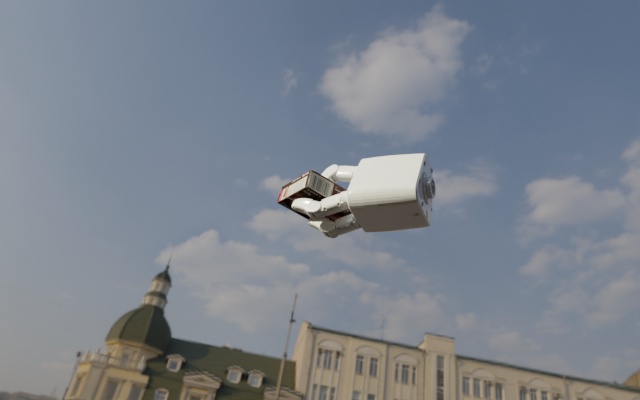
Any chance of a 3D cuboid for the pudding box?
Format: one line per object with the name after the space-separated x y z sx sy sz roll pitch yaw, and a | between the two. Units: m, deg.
0.000 0.002 0.787 0.113 0.039 0.090 32 -34 -24 | pudding box
